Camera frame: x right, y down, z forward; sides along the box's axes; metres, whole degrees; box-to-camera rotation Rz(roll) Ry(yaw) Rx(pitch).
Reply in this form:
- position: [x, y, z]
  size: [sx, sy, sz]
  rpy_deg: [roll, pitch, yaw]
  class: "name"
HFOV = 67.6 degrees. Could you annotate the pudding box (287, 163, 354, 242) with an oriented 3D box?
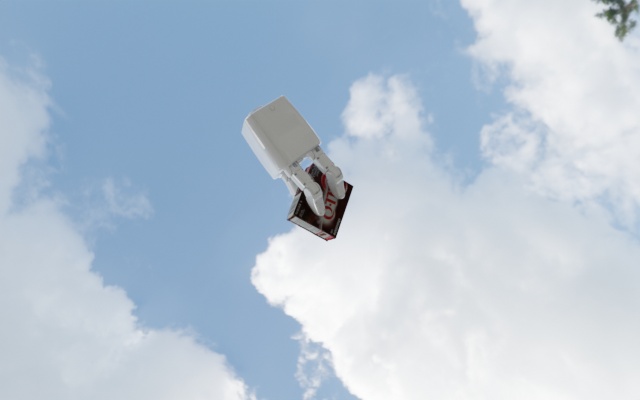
- position: [0.000, 0.003, 0.844]
  size: [0.090, 0.113, 0.039]
  rpy_deg: [29, -25, -18]
  class: "pudding box"
